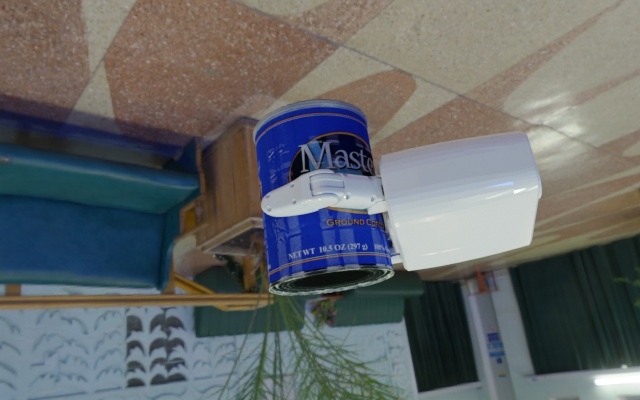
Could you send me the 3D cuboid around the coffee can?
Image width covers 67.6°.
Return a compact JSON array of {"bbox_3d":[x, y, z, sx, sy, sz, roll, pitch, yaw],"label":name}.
[{"bbox_3d":[0.000,0.001,0.407,0.103,0.140,0.103,-7,-19,-2],"label":"coffee can"}]
